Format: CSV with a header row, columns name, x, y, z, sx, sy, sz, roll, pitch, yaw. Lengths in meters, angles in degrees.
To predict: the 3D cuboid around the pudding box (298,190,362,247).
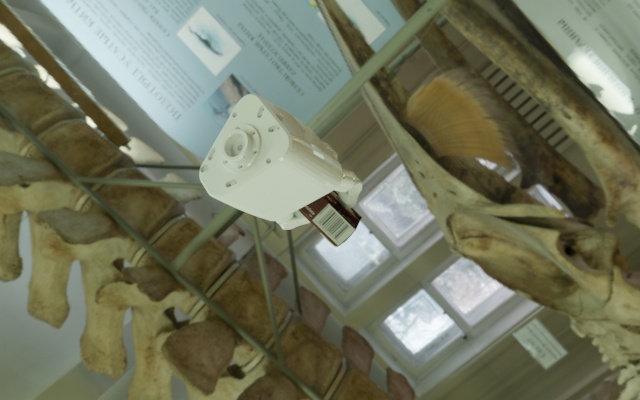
name,x,y,z,sx,sy,sz,roll,pitch,yaw
pudding box,0.000,0.002,0.621,0.039,0.113,0.090,-44,-1,13
